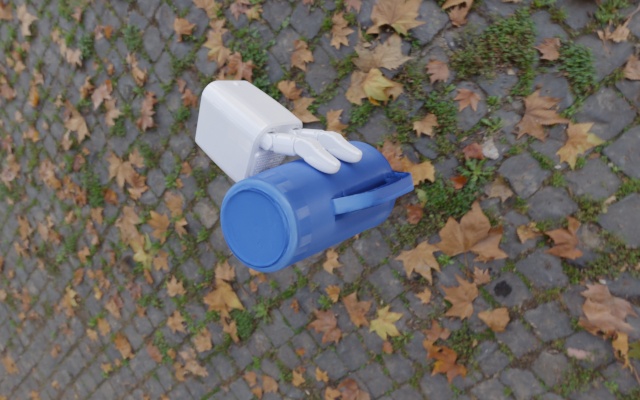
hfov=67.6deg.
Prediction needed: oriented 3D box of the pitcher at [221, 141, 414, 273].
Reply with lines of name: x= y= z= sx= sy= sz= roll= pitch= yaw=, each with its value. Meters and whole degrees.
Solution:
pitcher: x=0.000 y=0.002 z=0.606 sx=0.145 sy=0.149 sz=0.243 roll=42 pitch=31 yaw=16
